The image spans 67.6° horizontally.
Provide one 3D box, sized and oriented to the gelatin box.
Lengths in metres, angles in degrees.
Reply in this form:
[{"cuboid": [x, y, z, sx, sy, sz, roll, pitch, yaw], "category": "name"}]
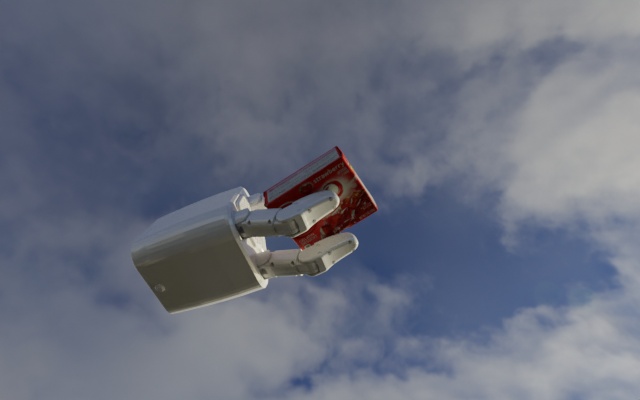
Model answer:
[{"cuboid": [0.000, 0.001, 0.469, 0.089, 0.073, 0.030, -32, 30, 8], "category": "gelatin box"}]
